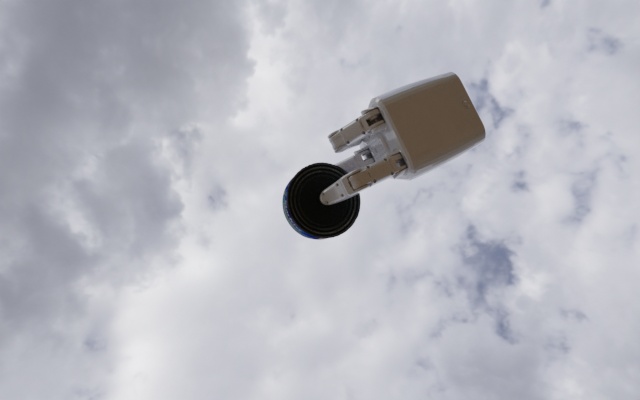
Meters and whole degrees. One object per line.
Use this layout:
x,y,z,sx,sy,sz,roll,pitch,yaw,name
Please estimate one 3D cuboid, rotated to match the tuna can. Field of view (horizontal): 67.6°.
0.000,0.002,0.546,0.086,0.086,0.034,0,-9,-16,tuna can
